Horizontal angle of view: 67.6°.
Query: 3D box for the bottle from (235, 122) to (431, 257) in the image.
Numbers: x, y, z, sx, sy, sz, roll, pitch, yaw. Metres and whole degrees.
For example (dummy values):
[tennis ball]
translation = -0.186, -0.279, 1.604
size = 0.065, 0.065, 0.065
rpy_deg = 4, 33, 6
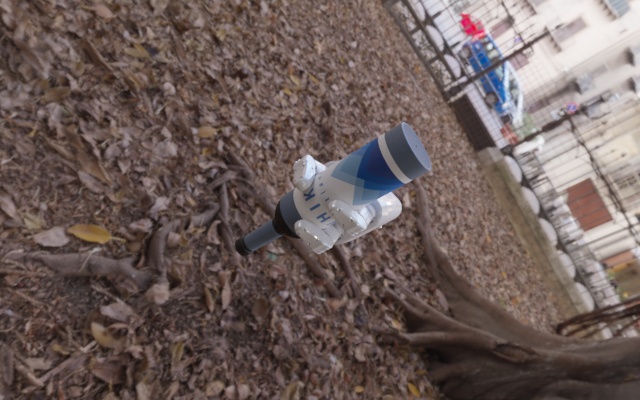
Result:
[bottle]
translation = 0.000, 0.002, 0.632
size = 0.296, 0.069, 0.069
rpy_deg = -30, -14, 25
